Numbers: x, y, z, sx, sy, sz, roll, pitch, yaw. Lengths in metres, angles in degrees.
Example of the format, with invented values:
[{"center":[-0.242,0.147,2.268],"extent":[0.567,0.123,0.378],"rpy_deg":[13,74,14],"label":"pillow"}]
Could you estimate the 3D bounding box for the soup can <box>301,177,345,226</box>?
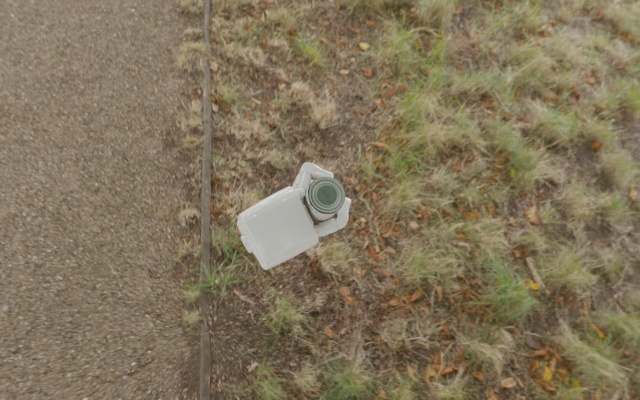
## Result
[{"center":[0.001,0.003,0.863],"extent":[0.068,0.068,0.102],"rpy_deg":[0,-15,-13],"label":"soup can"}]
